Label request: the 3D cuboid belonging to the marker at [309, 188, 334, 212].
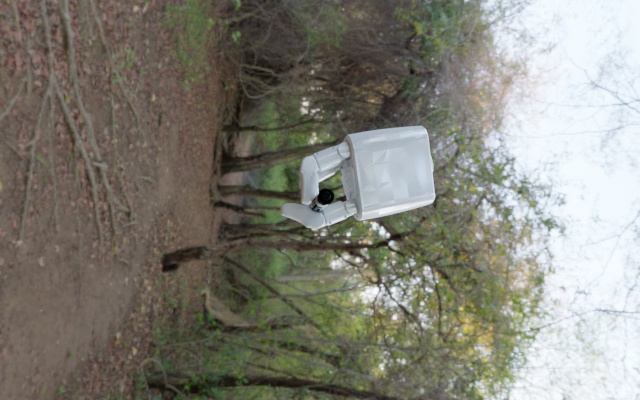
[{"bbox_3d":[0.000,0.002,0.591,0.020,0.020,0.121,0,-7,-7],"label":"marker"}]
